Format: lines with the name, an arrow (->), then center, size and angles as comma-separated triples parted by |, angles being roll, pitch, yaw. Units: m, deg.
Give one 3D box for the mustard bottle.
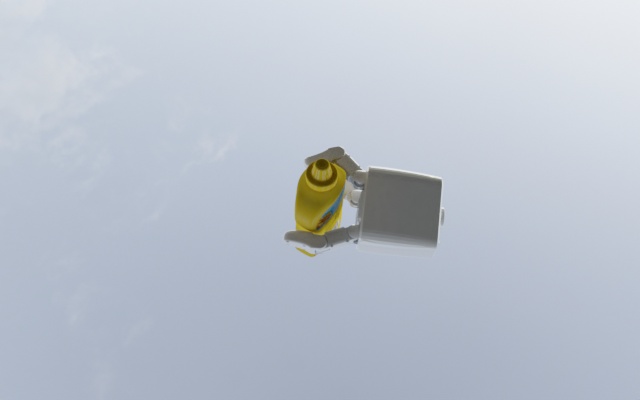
mustard bottle -> 0.000, 0.002, 0.661 | 0.058, 0.096, 0.192 | 29, -25, 13
